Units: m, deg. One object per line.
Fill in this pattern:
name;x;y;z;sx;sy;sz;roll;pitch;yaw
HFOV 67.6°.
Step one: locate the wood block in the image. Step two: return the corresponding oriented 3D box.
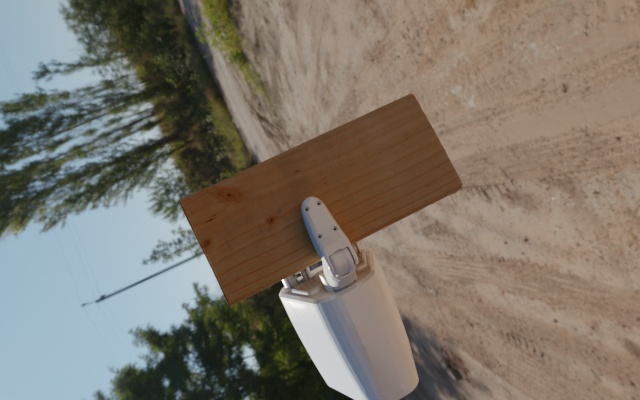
wood block;0.000;0.002;0.411;0.206;0.090;0.091;-26;-6;-10
